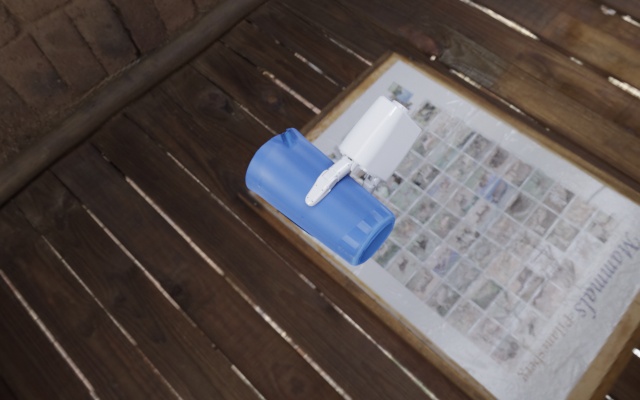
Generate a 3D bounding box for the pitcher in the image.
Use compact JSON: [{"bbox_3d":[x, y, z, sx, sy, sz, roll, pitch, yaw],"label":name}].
[{"bbox_3d":[0.000,0.002,0.810,0.242,0.145,0.149,39,8,19],"label":"pitcher"}]
